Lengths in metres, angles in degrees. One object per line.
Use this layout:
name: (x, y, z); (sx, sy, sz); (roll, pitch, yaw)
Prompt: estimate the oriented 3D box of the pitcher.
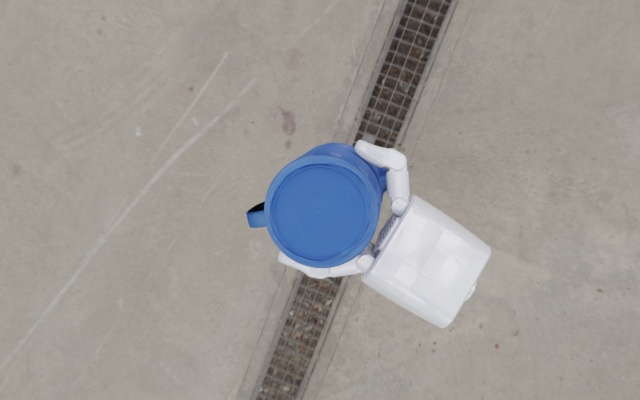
pitcher: (0.000, 0.002, 0.554); (0.145, 0.149, 0.243); (32, 8, 1)
